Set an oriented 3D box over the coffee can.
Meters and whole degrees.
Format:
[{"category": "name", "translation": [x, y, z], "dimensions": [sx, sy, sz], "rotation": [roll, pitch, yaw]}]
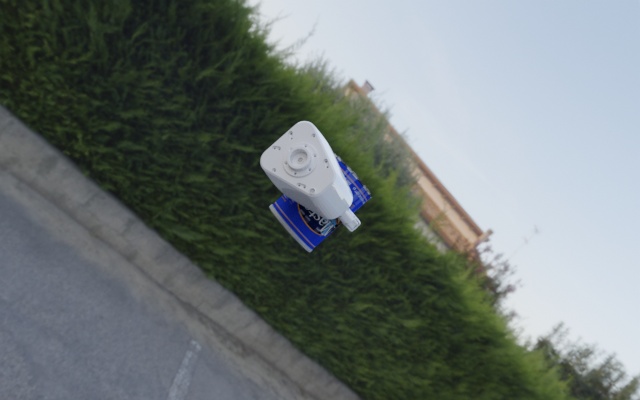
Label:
[{"category": "coffee can", "translation": [0.000, 0.003, 0.799], "dimensions": [0.140, 0.103, 0.103], "rotation": [-41, 1, -1]}]
